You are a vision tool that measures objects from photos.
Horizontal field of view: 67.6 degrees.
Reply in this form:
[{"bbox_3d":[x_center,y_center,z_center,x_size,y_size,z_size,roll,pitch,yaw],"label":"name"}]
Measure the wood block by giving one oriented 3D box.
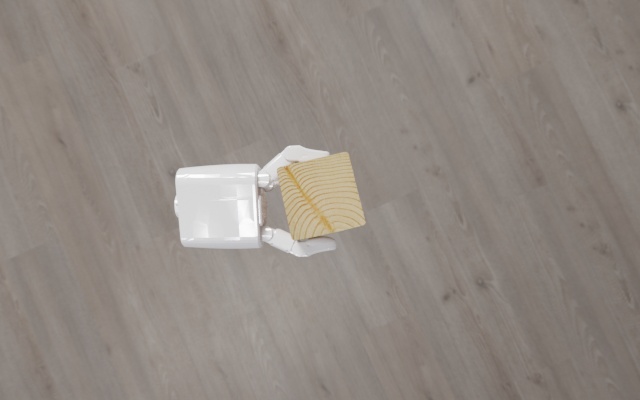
[{"bbox_3d":[0.000,0.003,0.656,0.090,0.091,0.206,-13,-3,-1],"label":"wood block"}]
